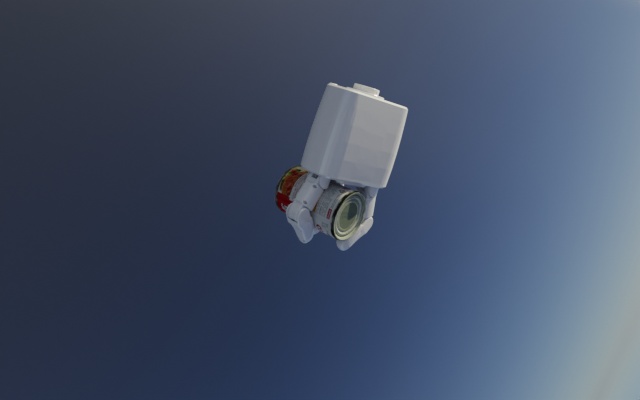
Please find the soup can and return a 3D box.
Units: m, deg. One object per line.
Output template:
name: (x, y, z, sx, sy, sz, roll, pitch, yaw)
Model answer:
soup can: (0.000, 0.003, 0.617, 0.102, 0.068, 0.068, 26, 15, 35)
